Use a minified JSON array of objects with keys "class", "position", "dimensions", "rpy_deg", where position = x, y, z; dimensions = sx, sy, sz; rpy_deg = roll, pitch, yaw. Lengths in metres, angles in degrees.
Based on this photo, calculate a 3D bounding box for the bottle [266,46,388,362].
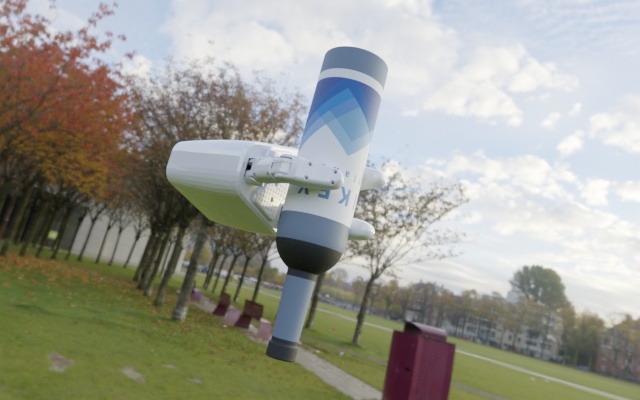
[{"class":"bottle","position":[0.000,0.001,0.455],"dimensions":[0.069,0.295,0.069],"rpy_deg":[14,-11,3]}]
